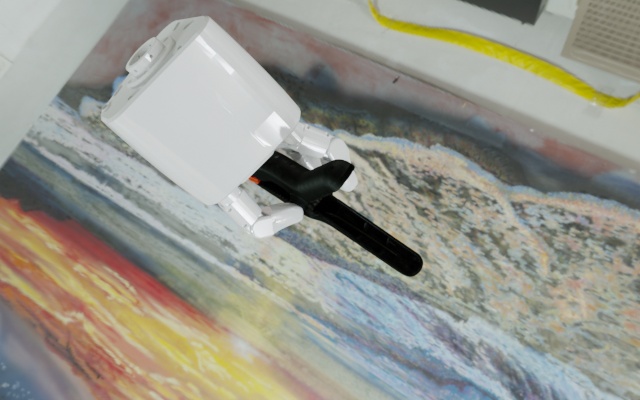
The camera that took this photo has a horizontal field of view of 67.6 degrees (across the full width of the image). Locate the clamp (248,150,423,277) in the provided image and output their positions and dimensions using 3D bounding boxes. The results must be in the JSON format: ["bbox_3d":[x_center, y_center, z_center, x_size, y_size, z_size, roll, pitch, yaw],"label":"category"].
[{"bbox_3d":[-0.001,0.002,0.471,0.210,0.036,0.165,21,-21,51],"label":"clamp"}]
